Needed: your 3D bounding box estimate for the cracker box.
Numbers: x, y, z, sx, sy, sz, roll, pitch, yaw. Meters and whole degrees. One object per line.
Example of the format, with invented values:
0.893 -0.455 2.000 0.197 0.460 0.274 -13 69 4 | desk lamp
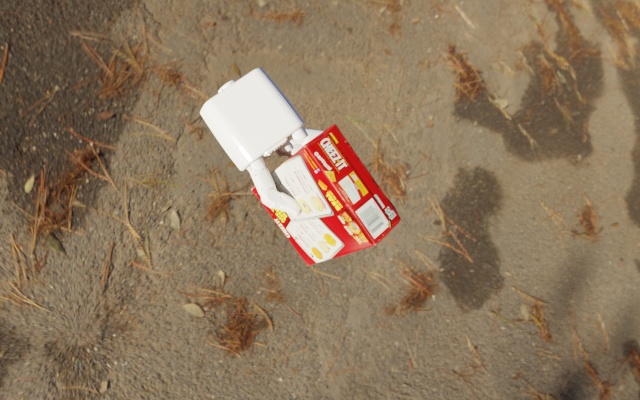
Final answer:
0.000 0.002 0.724 0.072 0.164 0.214 -39 5 -30 | cracker box
